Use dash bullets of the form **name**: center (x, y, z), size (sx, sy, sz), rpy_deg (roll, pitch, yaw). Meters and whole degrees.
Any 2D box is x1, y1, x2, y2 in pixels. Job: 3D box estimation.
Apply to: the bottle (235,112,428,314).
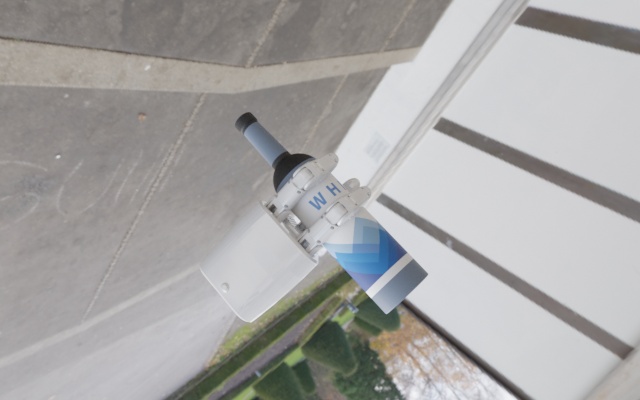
- **bottle**: center (0.000, 0.002, 0.573), size (0.069, 0.295, 0.069), rpy_deg (-41, -13, -12)
